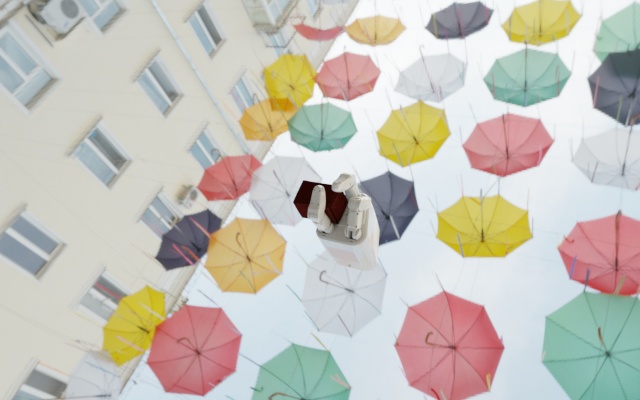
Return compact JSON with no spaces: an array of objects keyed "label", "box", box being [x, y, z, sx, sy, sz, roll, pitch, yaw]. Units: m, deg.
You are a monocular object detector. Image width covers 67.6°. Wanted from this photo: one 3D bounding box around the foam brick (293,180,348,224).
[{"label":"foam brick","box":[0.000,0.003,0.856,0.078,0.053,0.051,10,-31,28]}]
